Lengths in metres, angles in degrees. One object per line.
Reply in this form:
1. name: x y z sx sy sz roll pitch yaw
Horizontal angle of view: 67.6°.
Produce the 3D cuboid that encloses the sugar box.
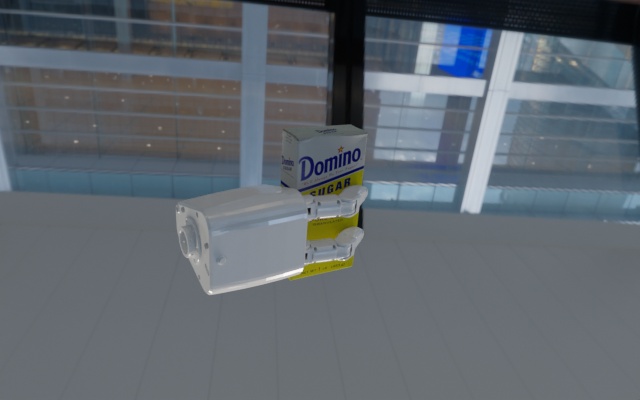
1. sugar box: 0.000 0.002 0.567 0.093 0.176 0.048 -9 28 -29
